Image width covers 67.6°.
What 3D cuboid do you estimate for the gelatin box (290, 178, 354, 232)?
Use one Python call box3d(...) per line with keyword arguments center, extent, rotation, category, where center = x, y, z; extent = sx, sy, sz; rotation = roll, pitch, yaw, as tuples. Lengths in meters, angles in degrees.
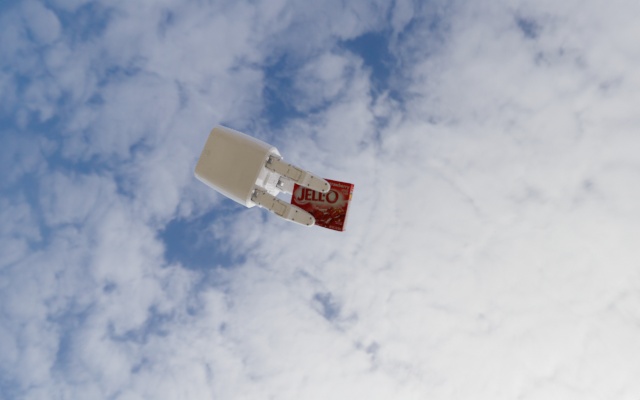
box3d(center=(0.001, 0.002, 0.716), extent=(0.089, 0.073, 0.030), rotation=(12, 2, 13), category="gelatin box")
